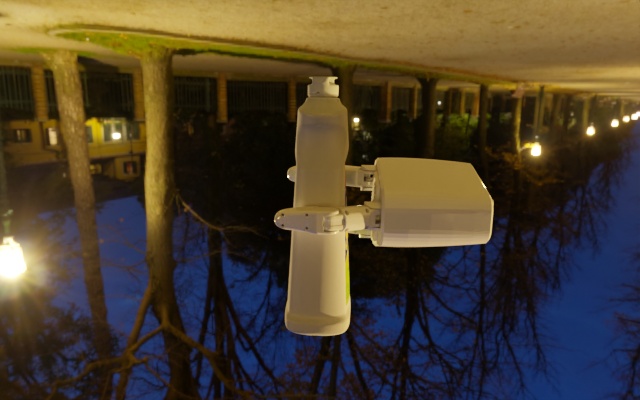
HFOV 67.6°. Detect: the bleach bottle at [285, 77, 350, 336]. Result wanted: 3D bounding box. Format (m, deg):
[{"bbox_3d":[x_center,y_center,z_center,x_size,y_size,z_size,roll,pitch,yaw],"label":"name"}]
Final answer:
[{"bbox_3d":[0.000,0.002,0.493,0.068,0.251,0.102,2,12,3],"label":"bleach bottle"}]
